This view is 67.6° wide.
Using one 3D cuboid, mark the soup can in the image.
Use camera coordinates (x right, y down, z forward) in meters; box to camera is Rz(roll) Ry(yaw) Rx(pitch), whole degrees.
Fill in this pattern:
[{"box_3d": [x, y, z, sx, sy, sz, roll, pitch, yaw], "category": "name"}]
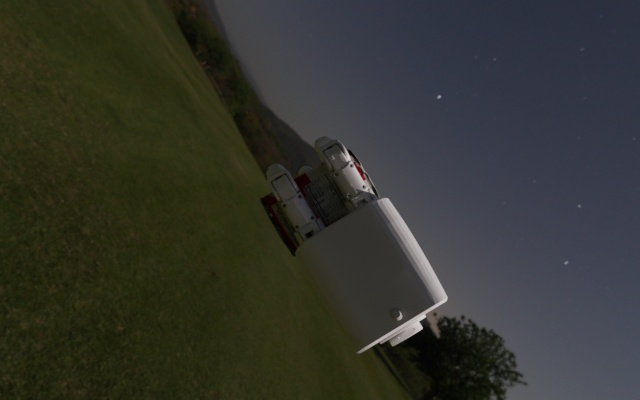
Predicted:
[{"box_3d": [0.000, 0.001, 0.480, 0.102, 0.068, 0.068, -31, 1, -2], "category": "soup can"}]
